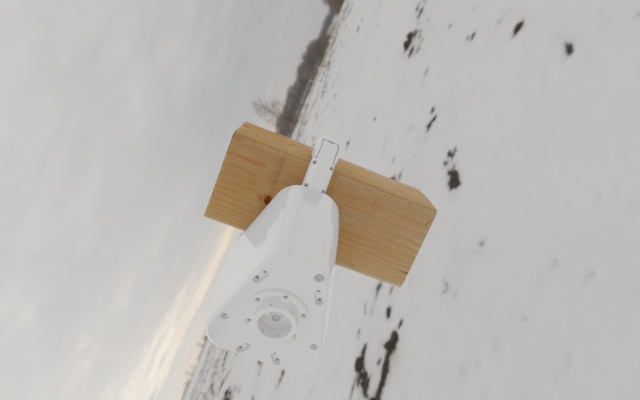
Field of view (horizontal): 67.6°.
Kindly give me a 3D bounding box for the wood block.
[{"bbox_3d":[0.000,0.001,0.495,0.206,0.091,0.090,21,14,-7],"label":"wood block"}]
